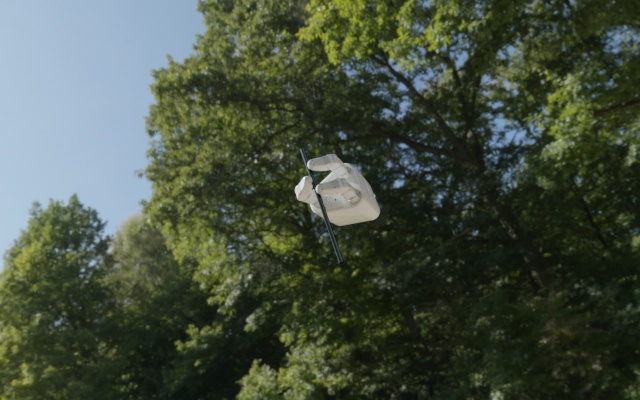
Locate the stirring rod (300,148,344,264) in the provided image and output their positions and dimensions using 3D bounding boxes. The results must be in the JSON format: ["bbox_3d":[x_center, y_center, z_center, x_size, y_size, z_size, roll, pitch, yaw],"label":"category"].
[{"bbox_3d":[0.000,0.003,0.848,0.011,0.239,0.011,-15,-28,-8],"label":"stirring rod"}]
